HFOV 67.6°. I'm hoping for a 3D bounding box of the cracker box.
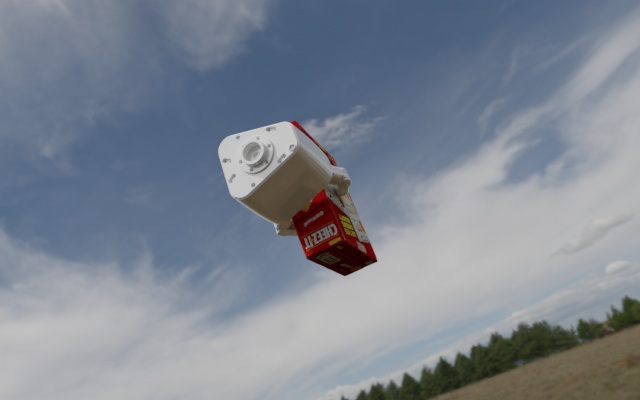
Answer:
[{"bbox_3d":[0.000,0.002,0.760,0.072,0.213,0.164,-28,-26,13],"label":"cracker box"}]
